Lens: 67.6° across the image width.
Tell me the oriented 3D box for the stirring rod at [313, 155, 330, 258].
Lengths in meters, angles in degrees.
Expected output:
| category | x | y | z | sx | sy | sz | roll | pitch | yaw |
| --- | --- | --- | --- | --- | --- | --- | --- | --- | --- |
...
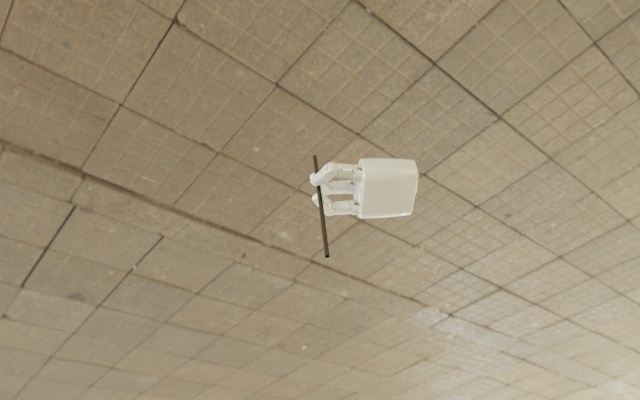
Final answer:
| category | x | y | z | sx | sy | sz | roll | pitch | yaw |
| --- | --- | --- | --- | --- | --- | --- | --- | --- | --- |
| stirring rod | 0.000 | 0.003 | 0.876 | 0.011 | 0.239 | 0.011 | -4 | -40 | -4 |
